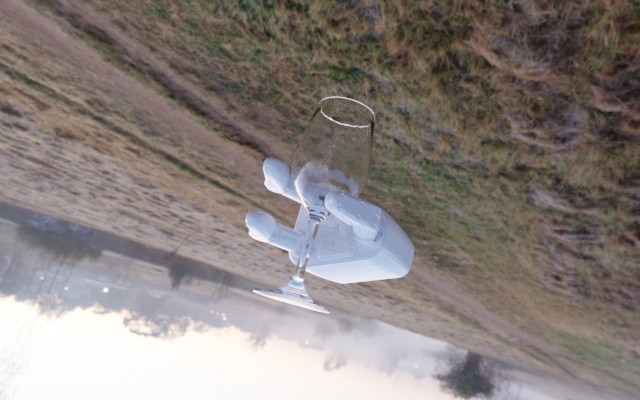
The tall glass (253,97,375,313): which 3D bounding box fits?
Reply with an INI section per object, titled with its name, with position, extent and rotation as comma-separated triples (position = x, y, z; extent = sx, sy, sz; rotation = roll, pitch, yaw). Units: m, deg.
[tall glass]
position = 0.000, 0.002, 0.466
extent = 0.079, 0.201, 0.079
rotation = 15, -15, 4
